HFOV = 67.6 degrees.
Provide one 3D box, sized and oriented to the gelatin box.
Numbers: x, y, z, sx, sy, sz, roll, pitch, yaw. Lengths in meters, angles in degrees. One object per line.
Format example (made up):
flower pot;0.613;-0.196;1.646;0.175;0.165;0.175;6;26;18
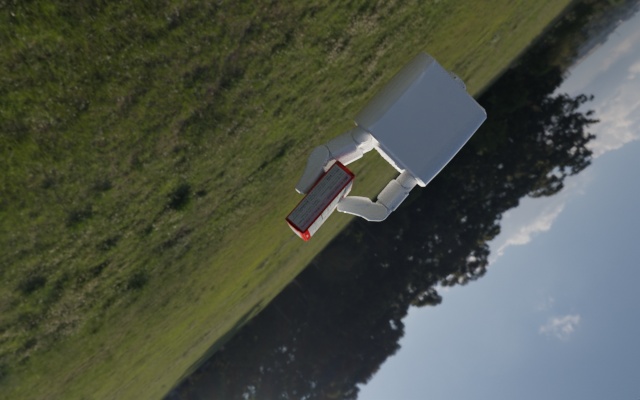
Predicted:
gelatin box;0.000;0.002;0.552;0.030;0.089;0.073;40;-7;7
